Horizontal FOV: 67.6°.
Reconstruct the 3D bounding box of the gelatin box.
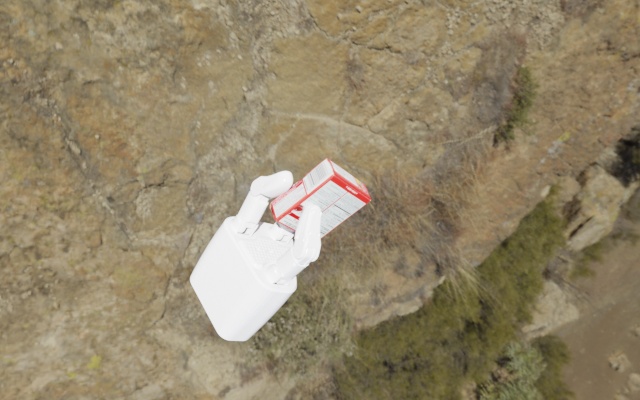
[{"bbox_3d":[0.000,0.002,0.536,0.089,0.030,0.073,-38,-42,20],"label":"gelatin box"}]
